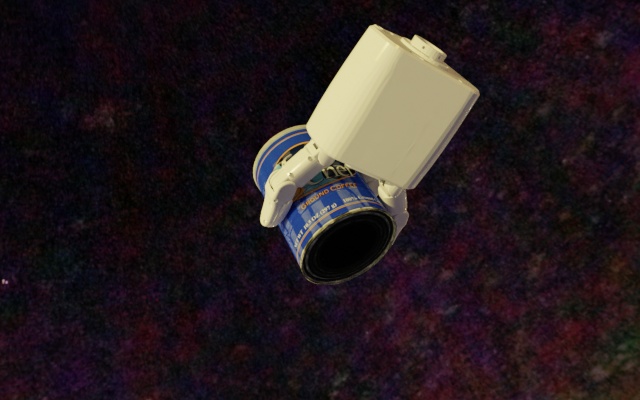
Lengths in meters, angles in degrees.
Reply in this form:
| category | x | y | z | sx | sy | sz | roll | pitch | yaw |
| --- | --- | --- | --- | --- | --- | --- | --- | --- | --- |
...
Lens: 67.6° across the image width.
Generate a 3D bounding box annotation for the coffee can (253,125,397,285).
| category | x | y | z | sx | sy | sz | roll | pitch | yaw |
| --- | --- | --- | --- | --- | --- | --- | --- | --- | --- |
| coffee can | 0.000 | 0.002 | 0.501 | 0.103 | 0.103 | 0.140 | 0 | 40 | -32 |
